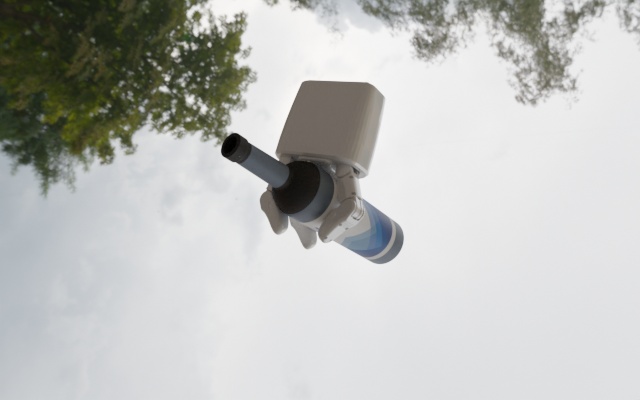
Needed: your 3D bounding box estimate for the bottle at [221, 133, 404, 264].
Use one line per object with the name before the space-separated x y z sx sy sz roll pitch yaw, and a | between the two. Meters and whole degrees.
bottle | 0.000 0.002 0.568 0.069 0.069 0.296 0 -23 40
